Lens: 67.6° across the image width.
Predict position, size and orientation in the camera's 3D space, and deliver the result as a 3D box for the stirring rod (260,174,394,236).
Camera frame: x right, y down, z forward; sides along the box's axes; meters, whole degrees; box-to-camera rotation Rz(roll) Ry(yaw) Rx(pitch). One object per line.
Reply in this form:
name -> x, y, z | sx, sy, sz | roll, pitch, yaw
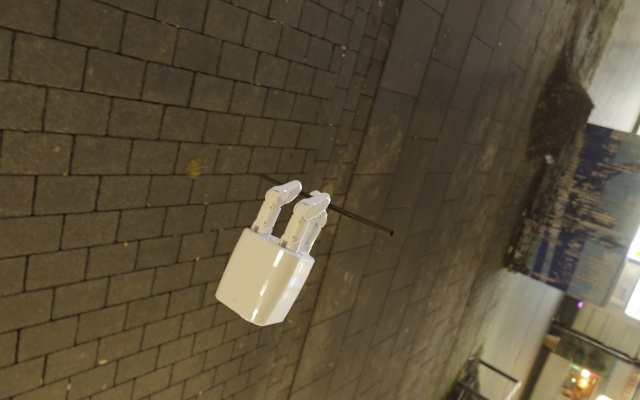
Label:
stirring rod -> 0.000, 0.002, 0.681 | 0.239, 0.011, 0.011 | 24, 13, 33
